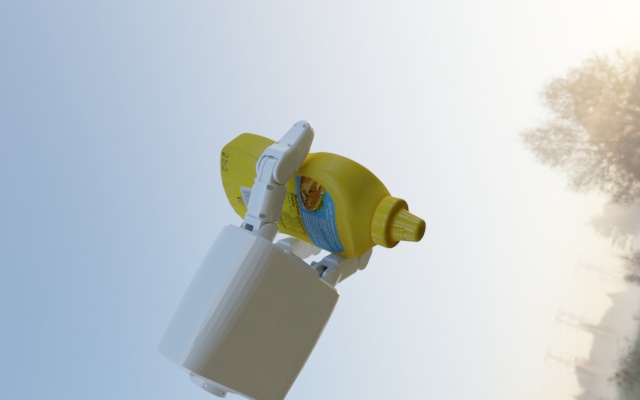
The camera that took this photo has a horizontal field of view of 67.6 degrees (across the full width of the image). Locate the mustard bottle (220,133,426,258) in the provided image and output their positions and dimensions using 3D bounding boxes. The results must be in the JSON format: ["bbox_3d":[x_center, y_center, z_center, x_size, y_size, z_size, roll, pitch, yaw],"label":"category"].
[{"bbox_3d":[0.000,0.001,0.414,0.191,0.096,0.058,17,45,34],"label":"mustard bottle"}]
